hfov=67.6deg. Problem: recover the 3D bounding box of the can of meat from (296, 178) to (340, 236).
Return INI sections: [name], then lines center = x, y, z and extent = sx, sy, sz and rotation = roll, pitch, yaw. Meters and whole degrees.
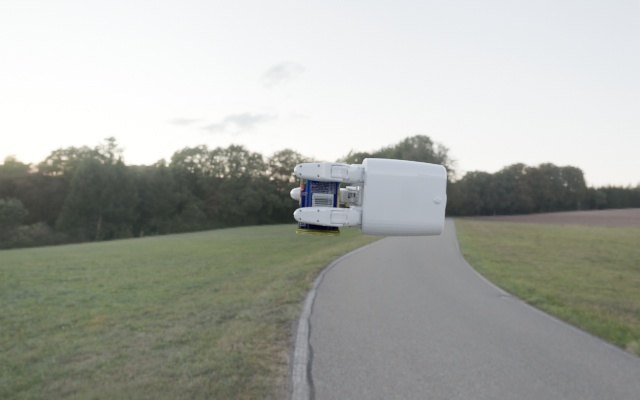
[can of meat]
center = 0.000, 0.002, 0.645
extent = 0.057, 0.084, 0.102
rotation = 3, 0, 2
